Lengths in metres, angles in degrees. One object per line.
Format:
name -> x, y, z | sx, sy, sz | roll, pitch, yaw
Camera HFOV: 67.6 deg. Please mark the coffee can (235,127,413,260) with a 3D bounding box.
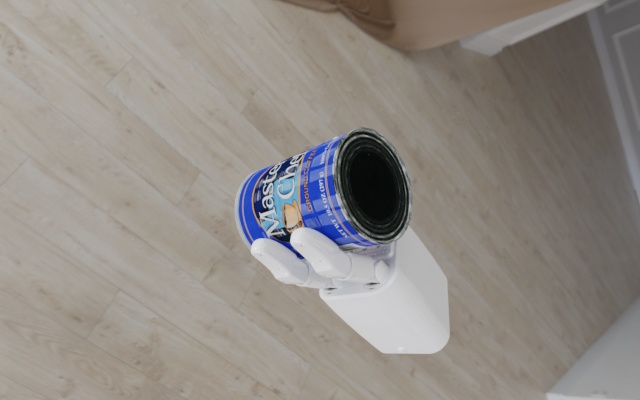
coffee can -> 0.000, 0.001, 0.454 | 0.103, 0.103, 0.140 | 0, -12, -45
